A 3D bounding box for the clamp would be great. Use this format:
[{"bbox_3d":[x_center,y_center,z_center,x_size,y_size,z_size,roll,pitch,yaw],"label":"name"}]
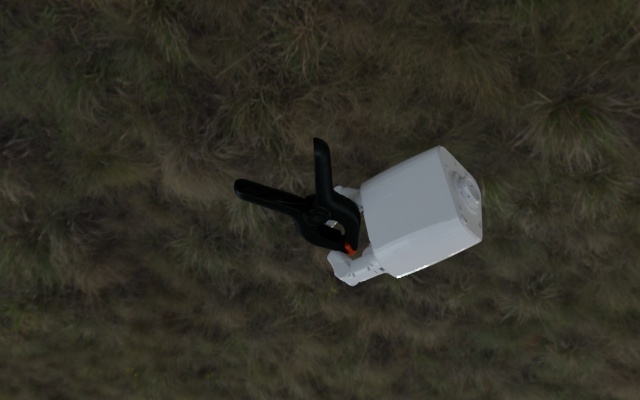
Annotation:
[{"bbox_3d":[0.000,0.002,0.548,0.120,0.039,0.171,-29,-50,33],"label":"clamp"}]
